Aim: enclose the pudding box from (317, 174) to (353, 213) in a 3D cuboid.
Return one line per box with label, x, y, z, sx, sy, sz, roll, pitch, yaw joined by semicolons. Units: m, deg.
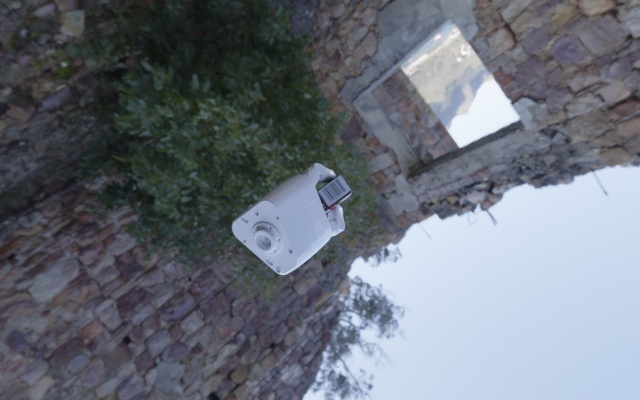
pudding box;0.000;0.003;0.803;0.113;0.039;0.090;-34;0;4
